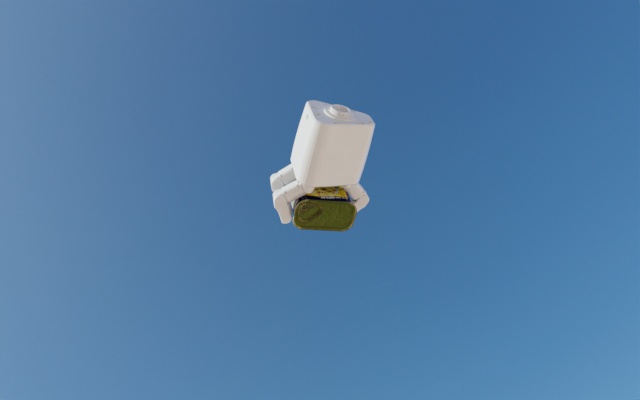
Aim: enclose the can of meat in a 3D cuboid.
[{"bbox_3d":[0.000,0.002,0.795,0.102,0.057,0.084,4,33,-15],"label":"can of meat"}]
